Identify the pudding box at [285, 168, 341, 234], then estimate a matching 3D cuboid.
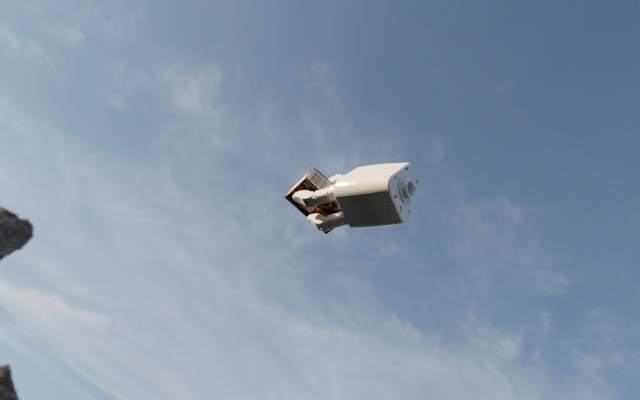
[{"bbox_3d":[0.000,0.003,0.899,0.090,0.113,0.039,-39,10,50],"label":"pudding box"}]
